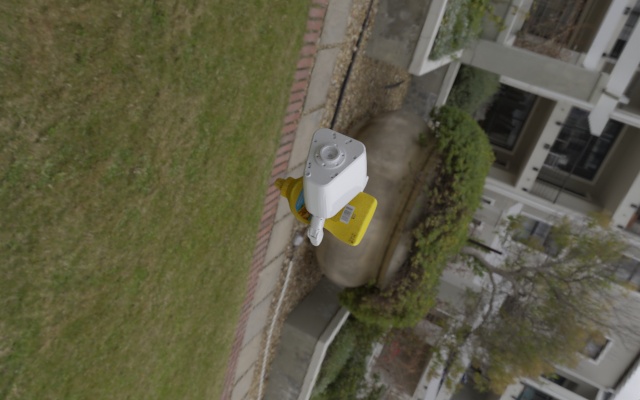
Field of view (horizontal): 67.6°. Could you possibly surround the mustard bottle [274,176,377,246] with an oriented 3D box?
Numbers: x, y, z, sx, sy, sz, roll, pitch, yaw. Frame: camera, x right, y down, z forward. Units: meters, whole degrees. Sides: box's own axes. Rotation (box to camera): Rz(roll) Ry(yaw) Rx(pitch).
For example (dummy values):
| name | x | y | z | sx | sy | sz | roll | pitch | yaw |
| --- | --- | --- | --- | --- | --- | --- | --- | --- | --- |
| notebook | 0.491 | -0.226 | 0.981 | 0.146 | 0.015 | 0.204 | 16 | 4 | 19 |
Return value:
| name | x | y | z | sx | sy | sz | roll | pitch | yaw |
| --- | --- | --- | --- | --- | --- | --- | --- | --- | --- |
| mustard bottle | 0.000 | 0.003 | 0.883 | 0.191 | 0.096 | 0.058 | 24 | 0 | 15 |
